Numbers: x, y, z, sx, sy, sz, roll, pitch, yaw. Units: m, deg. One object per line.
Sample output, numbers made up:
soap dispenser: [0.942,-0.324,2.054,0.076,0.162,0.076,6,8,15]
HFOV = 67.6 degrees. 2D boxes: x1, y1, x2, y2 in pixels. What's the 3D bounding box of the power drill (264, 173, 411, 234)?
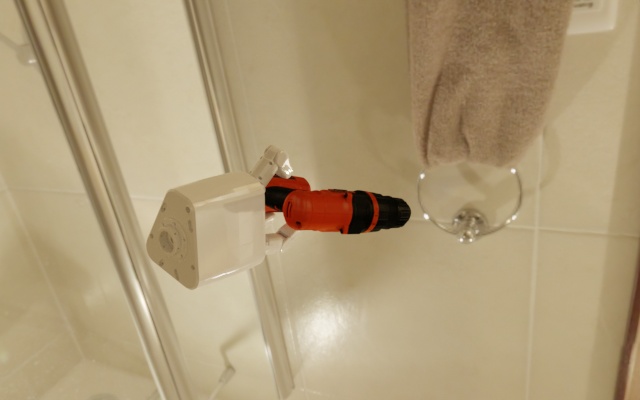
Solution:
power drill: [0.000,0.002,0.628,0.184,0.057,0.187,5,5,-37]
